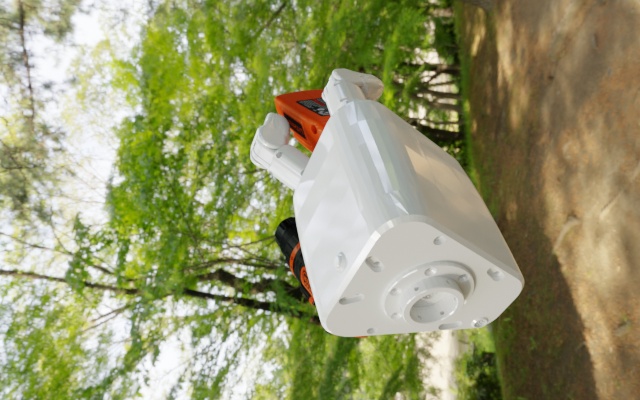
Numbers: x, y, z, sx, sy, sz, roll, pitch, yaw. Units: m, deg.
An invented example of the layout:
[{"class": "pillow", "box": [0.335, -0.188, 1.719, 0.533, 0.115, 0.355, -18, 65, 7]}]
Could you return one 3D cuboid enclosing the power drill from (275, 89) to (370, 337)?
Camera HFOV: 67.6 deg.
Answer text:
[{"class": "power drill", "box": [0.000, 0.001, 0.426, 0.057, 0.188, 0.184, -15, 28, -23]}]
